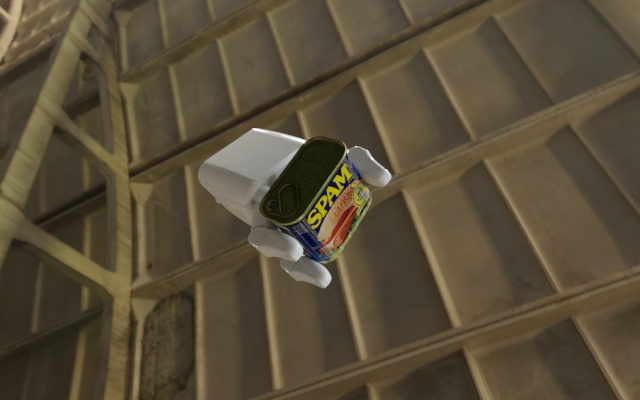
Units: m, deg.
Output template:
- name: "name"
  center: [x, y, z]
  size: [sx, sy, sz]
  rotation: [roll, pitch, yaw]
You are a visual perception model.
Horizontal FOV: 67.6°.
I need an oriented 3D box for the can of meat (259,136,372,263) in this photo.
- name: "can of meat"
  center: [0.000, 0.002, 0.483]
  size: [0.057, 0.102, 0.084]
  rotation: [19, -23, 40]
